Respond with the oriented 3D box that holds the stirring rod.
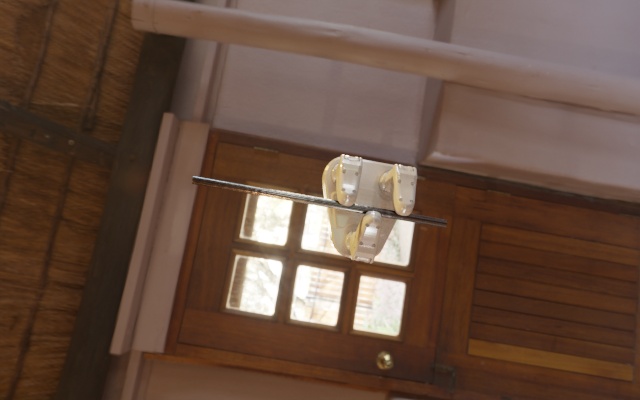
[{"bbox_3d":[0.000,0.002,0.448,0.239,0.011,0.011,10,0,-2],"label":"stirring rod"}]
